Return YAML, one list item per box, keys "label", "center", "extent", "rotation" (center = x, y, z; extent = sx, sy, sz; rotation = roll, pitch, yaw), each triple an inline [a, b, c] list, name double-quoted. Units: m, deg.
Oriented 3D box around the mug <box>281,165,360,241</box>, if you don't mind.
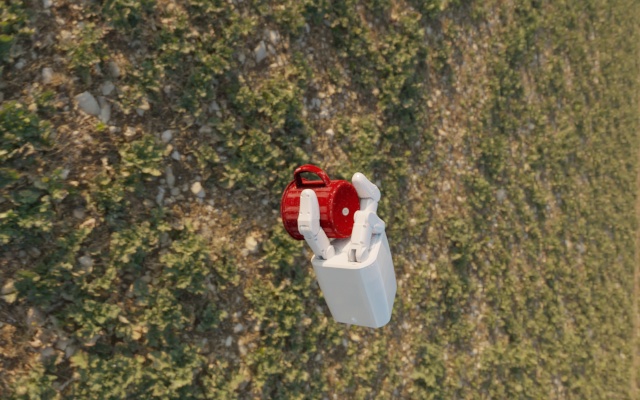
- label: "mug"
  center: [0.000, 0.001, 0.678]
  extent: [0.081, 0.117, 0.093]
  rotation: [-1, 29, 36]
